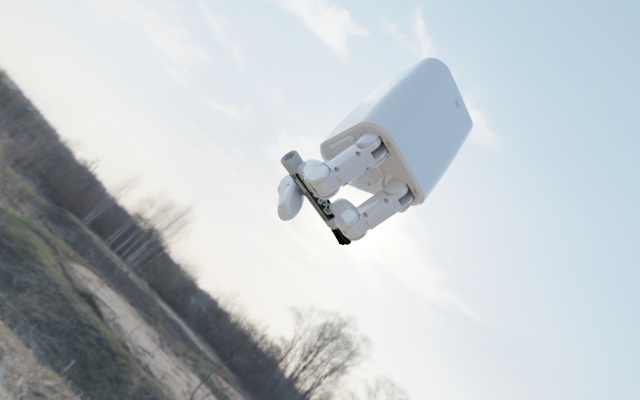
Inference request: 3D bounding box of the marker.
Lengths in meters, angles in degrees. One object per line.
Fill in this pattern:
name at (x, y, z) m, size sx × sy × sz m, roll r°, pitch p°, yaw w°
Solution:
marker at (0.000, 0.002, 0.475) m, size 0.020 × 0.121 × 0.020 m, roll -25°, pitch 31°, yaw 17°
